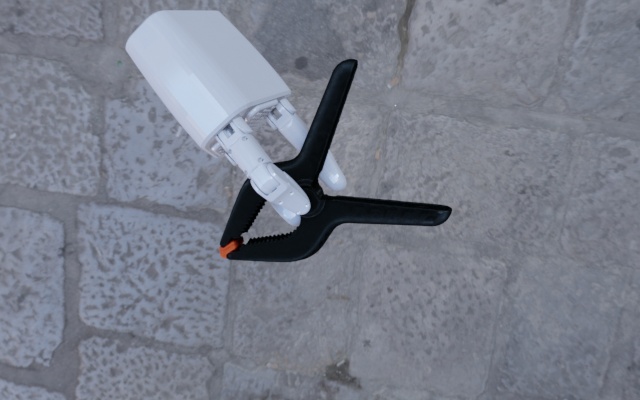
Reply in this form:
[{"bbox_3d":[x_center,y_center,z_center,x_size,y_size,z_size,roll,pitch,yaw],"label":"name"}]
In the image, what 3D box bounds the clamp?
[{"bbox_3d":[-0.001,0.002,0.435,0.210,0.164,0.036,-40,-1,14],"label":"clamp"}]
